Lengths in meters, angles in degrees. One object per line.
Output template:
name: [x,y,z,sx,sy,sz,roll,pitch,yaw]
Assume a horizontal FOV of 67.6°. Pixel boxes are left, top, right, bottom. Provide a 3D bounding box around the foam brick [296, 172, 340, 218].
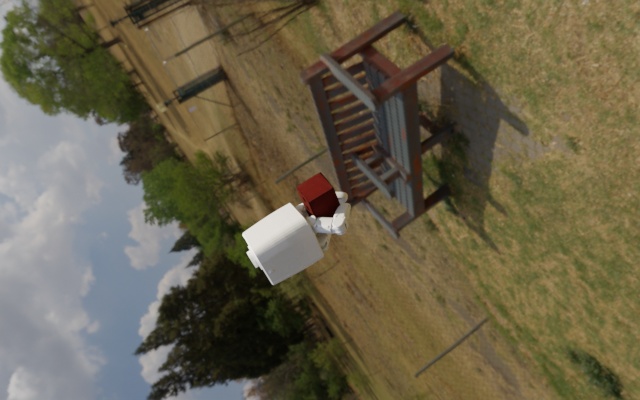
foam brick: [0.000,0.002,0.830,0.051,0.078,0.053,-30,43,-8]
